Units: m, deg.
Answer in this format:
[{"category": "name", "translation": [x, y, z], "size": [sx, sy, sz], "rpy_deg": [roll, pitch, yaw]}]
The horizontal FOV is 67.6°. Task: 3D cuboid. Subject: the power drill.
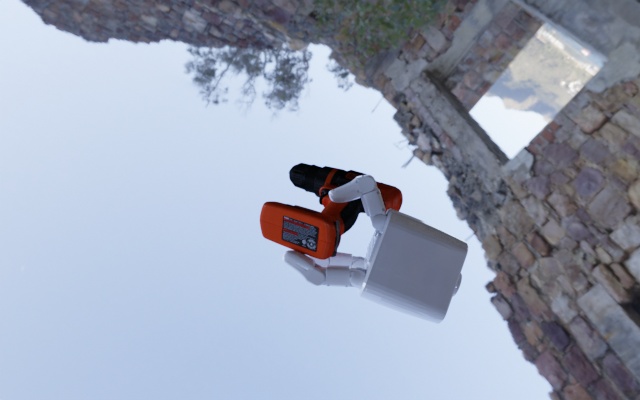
[{"category": "power drill", "translation": [0.000, 0.002, 0.657], "size": [0.184, 0.057, 0.187], "rpy_deg": [16, 28, 25]}]
